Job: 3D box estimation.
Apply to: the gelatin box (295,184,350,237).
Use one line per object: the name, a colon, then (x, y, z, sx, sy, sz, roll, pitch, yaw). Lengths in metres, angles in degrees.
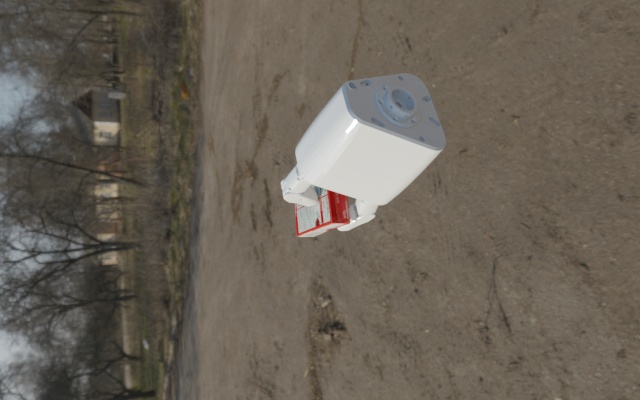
gelatin box: (0.000, 0.002, 0.599, 0.030, 0.073, 0.089, 3, -16, -32)
